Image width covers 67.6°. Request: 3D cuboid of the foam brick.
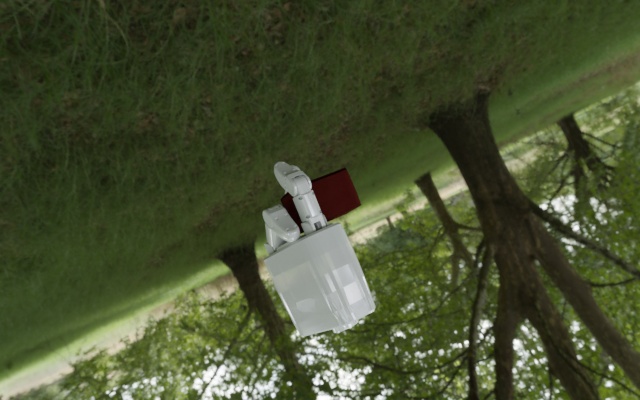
[{"bbox_3d":[0.000,0.002,0.585,0.078,0.051,0.053,-22,-7,-25],"label":"foam brick"}]
